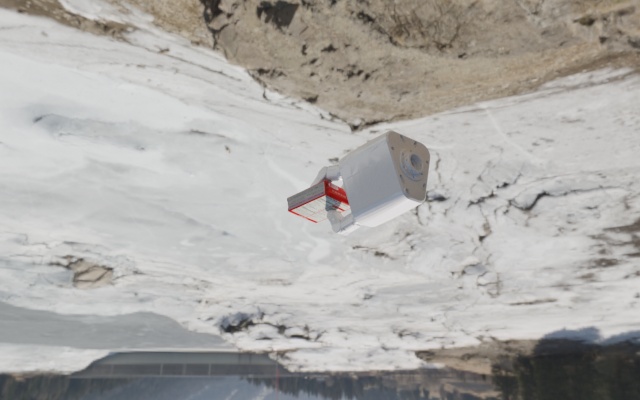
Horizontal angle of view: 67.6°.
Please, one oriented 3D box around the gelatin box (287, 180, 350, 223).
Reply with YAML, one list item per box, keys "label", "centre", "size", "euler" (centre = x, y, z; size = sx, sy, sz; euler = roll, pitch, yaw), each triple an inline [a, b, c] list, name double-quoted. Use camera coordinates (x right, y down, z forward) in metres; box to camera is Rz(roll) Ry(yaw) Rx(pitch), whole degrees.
- label: "gelatin box"
  centre: [0.000, 0.003, 0.807]
  size: [0.089, 0.030, 0.073]
  euler: [-25, -33, 34]
